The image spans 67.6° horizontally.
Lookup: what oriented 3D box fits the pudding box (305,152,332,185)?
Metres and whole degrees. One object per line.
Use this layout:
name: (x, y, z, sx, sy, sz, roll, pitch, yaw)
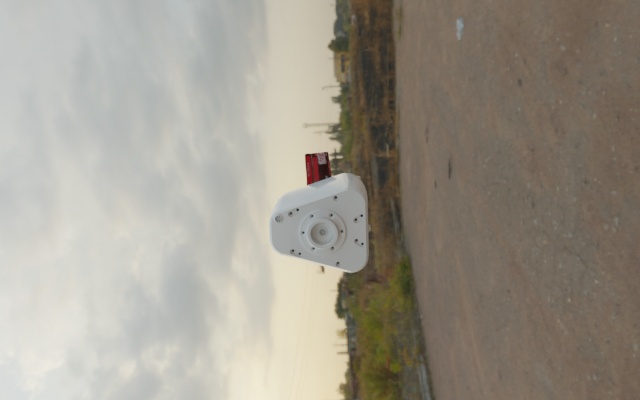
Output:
pudding box: (0.000, 0.002, 0.668, 0.039, 0.114, 0.090, -2, 37, -1)
